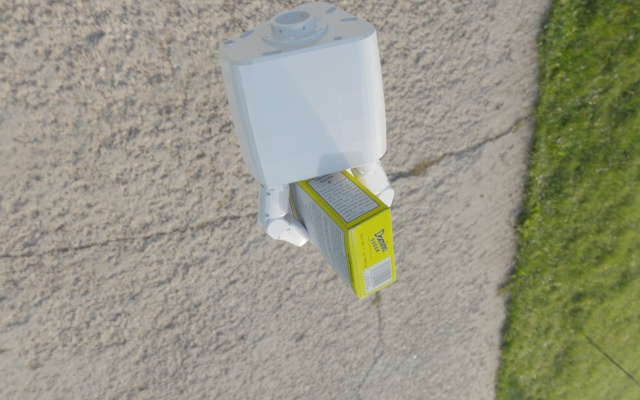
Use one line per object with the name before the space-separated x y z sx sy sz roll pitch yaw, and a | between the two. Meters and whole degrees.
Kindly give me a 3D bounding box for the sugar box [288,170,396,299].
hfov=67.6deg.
sugar box | 0.001 0.001 0.448 0.048 0.093 0.176 -25 44 -16
